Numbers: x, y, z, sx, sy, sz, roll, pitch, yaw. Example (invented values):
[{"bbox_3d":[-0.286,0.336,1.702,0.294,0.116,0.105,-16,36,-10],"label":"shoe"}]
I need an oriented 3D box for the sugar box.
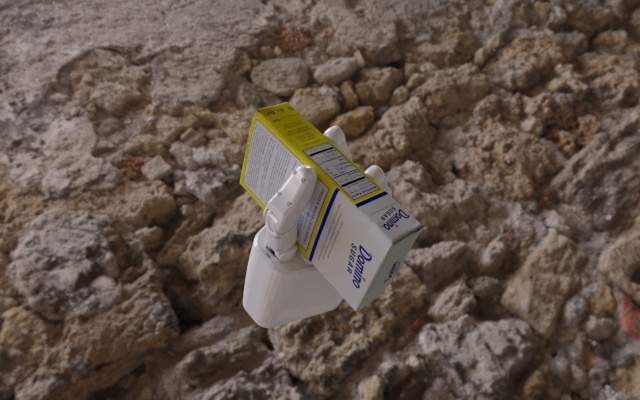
[{"bbox_3d":[0.000,0.001,0.421,0.048,0.093,0.176,-26,59,-38],"label":"sugar box"}]
